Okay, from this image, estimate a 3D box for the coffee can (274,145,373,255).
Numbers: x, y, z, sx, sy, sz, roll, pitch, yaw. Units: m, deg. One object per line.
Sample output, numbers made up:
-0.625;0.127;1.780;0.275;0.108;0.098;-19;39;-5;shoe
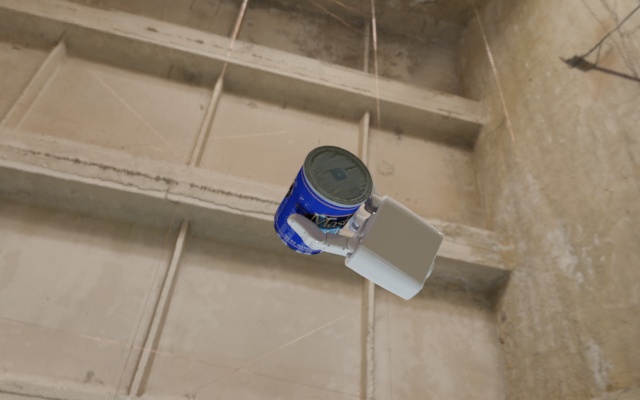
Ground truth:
0.000;0.002;0.705;0.103;0.102;0.140;0;-34;-27;coffee can
